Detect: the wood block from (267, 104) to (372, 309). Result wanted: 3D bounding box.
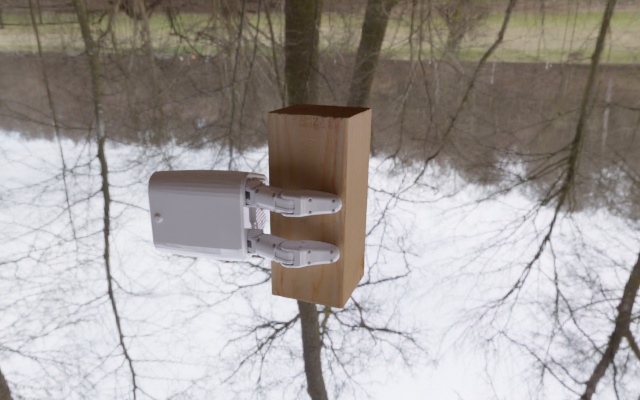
[{"bbox_3d":[0.000,0.002,0.537,0.090,0.206,0.090,7,19,18],"label":"wood block"}]
